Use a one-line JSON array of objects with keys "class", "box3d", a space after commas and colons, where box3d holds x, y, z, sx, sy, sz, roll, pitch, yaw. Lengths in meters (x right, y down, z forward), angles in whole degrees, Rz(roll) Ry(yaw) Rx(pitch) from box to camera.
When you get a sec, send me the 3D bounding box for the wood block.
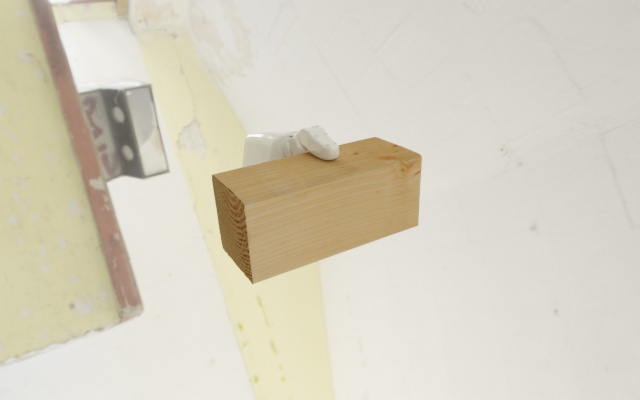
[{"class": "wood block", "box3d": [0.000, 0.001, 0.518, 0.206, 0.091, 0.090, -17, 28, -26]}]
